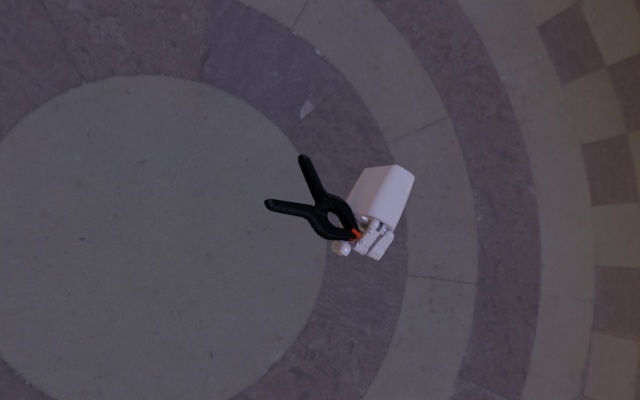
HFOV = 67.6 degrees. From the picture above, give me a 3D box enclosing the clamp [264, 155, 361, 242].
[{"bbox_3d":[0.000,0.003,0.811,0.171,0.120,0.039,33,-21,-15],"label":"clamp"}]
